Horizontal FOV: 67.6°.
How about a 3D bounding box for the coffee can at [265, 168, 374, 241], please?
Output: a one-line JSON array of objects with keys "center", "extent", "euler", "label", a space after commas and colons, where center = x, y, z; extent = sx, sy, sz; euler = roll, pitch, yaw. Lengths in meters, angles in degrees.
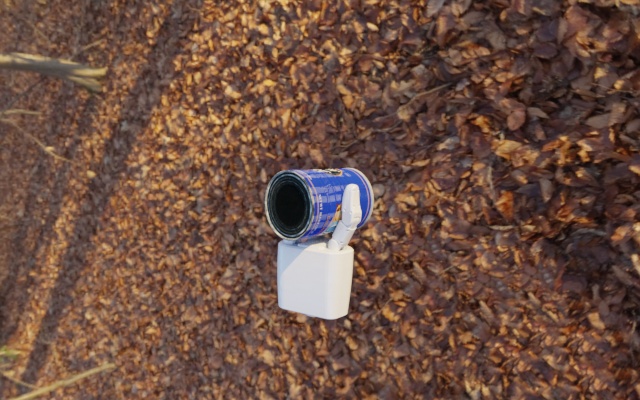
[{"center": [0.000, 0.002, 0.737], "extent": [0.103, 0.103, 0.140], "euler": [0, 4, 43], "label": "coffee can"}]
